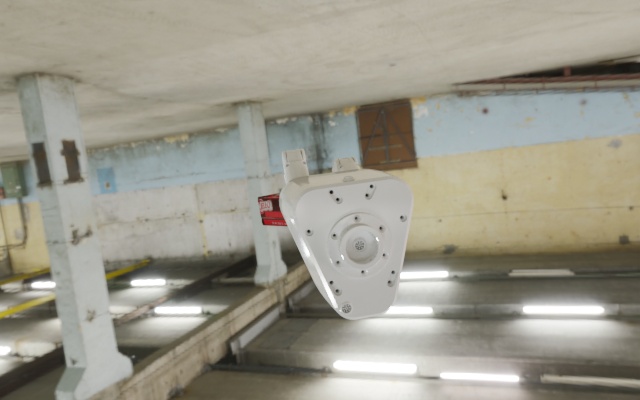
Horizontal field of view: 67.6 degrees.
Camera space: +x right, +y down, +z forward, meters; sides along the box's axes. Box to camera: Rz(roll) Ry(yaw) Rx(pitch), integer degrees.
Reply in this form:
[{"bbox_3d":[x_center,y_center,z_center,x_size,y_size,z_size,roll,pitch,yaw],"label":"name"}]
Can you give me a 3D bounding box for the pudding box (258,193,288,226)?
[{"bbox_3d":[0.000,0.002,0.534,0.113,0.039,0.090,-11,6,-35],"label":"pudding box"}]
